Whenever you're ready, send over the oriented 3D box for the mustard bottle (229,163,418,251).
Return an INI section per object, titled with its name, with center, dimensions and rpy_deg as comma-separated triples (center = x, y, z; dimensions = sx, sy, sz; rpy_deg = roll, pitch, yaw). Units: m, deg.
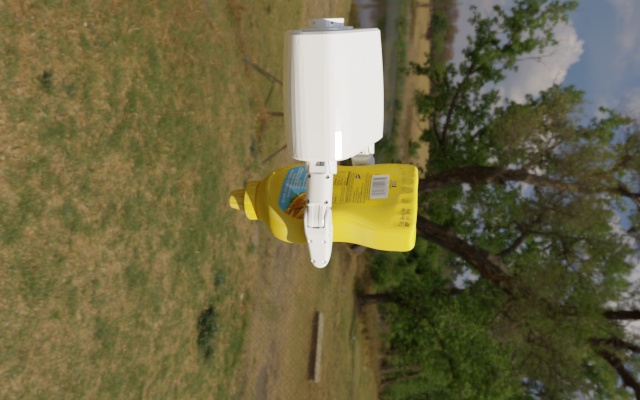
[mustard bottle]
center = 0.000, 0.002, 0.484
dimensions = 0.191, 0.096, 0.058
rpy_deg = 2, -44, 11
